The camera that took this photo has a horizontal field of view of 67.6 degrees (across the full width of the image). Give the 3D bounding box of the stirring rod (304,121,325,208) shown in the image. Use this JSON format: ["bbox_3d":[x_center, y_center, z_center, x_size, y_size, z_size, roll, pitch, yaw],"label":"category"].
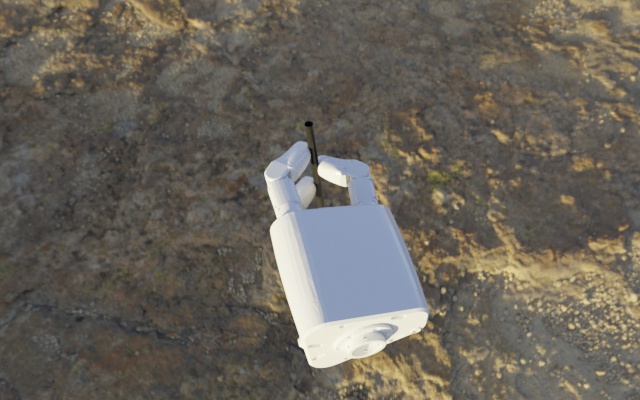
[{"bbox_3d":[0.000,0.002,0.531,0.011,0.011,0.240,0,-36,6],"label":"stirring rod"}]
